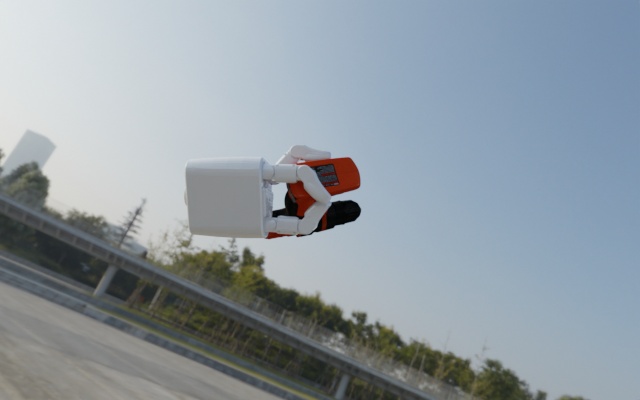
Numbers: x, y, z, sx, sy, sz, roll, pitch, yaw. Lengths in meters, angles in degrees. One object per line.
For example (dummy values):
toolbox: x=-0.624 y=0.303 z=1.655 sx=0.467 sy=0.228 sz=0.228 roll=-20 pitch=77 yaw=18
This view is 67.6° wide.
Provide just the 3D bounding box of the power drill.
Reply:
power drill: x=0.000 y=0.002 z=0.755 sx=0.184 sy=0.057 sz=0.188 roll=-11 pitch=-23 yaw=-20
